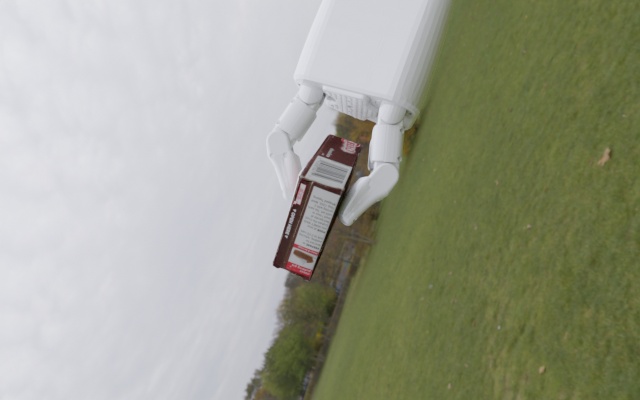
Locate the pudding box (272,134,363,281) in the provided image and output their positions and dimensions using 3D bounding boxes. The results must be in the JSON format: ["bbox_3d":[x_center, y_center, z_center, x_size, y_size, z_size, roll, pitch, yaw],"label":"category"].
[{"bbox_3d":[0.000,0.001,0.419,0.039,0.090,0.113,21,27,5],"label":"pudding box"}]
